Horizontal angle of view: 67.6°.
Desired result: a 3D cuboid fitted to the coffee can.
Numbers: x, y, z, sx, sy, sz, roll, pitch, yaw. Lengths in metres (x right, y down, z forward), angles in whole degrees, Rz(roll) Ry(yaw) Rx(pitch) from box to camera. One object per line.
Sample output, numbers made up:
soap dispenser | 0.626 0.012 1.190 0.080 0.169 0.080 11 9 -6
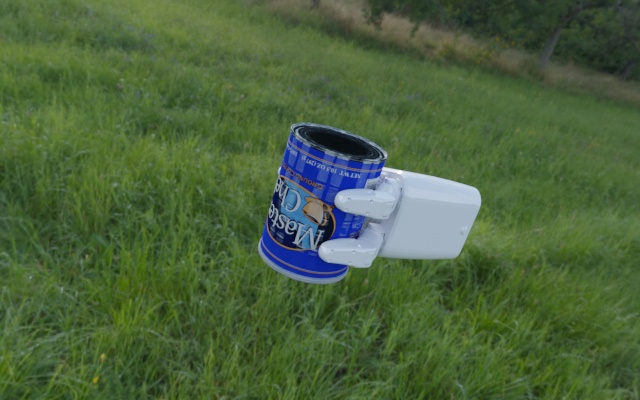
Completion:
coffee can | 0.000 0.002 0.506 0.103 0.140 0.102 15 21 -6
